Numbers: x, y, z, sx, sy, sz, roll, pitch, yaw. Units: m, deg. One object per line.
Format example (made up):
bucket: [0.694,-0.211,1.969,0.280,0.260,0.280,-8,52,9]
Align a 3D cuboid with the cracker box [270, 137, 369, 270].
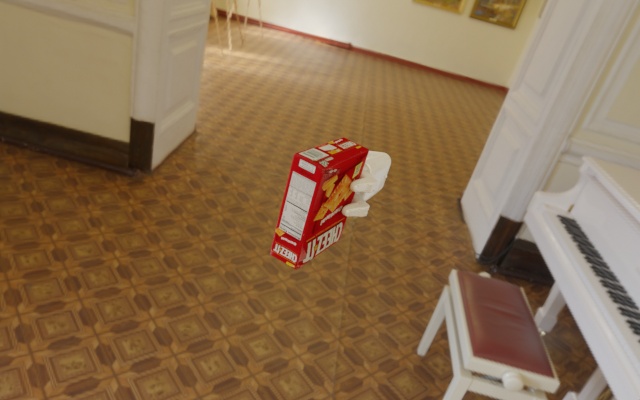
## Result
cracker box: [0.000,0.003,0.893,0.072,0.214,0.164,29,30,23]
